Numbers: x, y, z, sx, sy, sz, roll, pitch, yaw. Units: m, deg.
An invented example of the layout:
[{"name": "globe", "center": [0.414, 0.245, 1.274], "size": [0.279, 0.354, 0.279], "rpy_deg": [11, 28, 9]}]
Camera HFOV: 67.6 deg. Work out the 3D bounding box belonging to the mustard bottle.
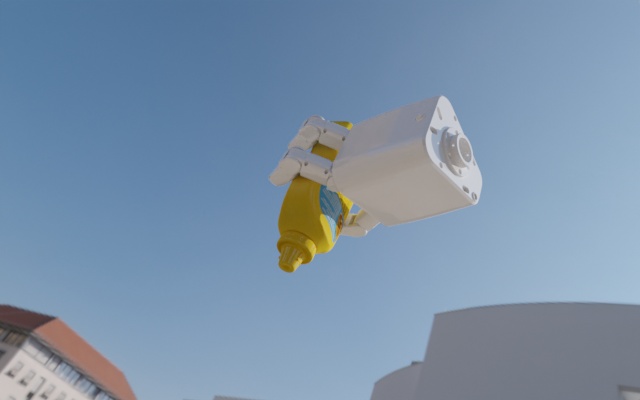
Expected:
[{"name": "mustard bottle", "center": [0.000, 0.002, 0.541], "size": [0.058, 0.096, 0.191], "rpy_deg": [6, 47, 24]}]
